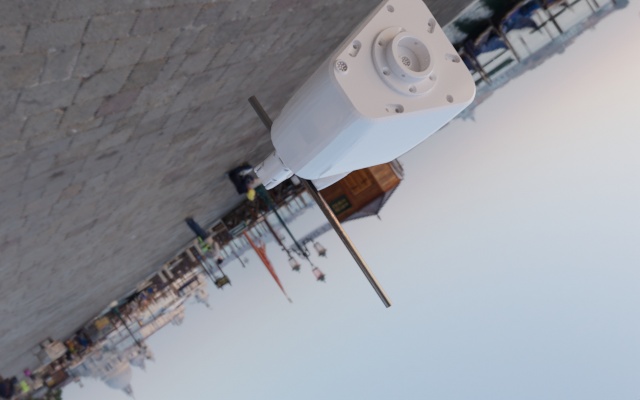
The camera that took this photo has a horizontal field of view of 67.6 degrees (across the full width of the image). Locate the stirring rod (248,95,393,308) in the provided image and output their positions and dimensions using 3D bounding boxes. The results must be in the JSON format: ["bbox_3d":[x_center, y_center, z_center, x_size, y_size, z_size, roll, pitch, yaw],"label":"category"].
[{"bbox_3d":[0.000,0.001,0.460,0.011,0.239,0.011,-34,1,0],"label":"stirring rod"}]
